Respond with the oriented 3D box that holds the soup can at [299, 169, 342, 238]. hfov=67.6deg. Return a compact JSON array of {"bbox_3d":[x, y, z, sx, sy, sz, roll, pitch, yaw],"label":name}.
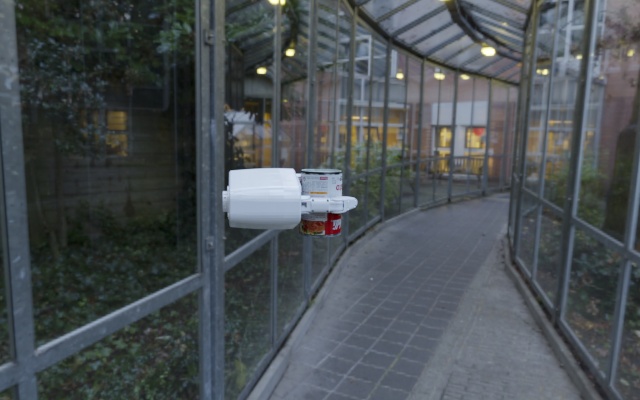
[{"bbox_3d":[0.001,0.002,0.764,0.068,0.102,0.068,1,8,0],"label":"soup can"}]
